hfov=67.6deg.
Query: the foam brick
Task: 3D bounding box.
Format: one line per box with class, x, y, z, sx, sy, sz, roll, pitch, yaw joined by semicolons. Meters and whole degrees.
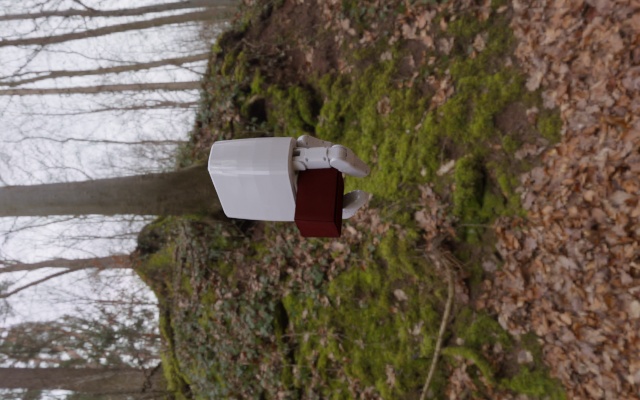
foam brick;0.000;0.002;0.593;0.051;0.078;0.053;0;-27;9
